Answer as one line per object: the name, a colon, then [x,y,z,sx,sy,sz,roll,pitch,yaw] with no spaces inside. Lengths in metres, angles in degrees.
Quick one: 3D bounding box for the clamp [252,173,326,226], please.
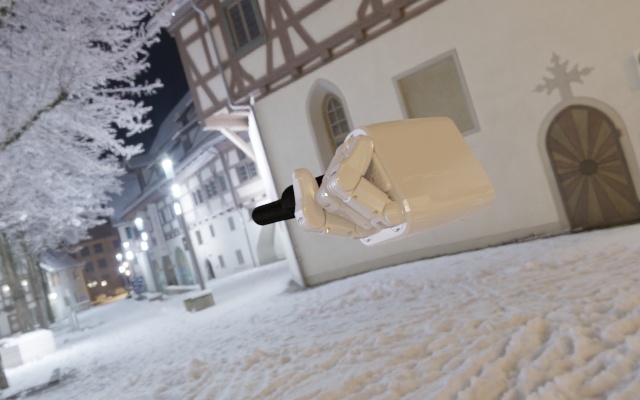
clamp: [0.000,0.001,0.536,0.120,0.039,0.171,-9,-5,-24]
